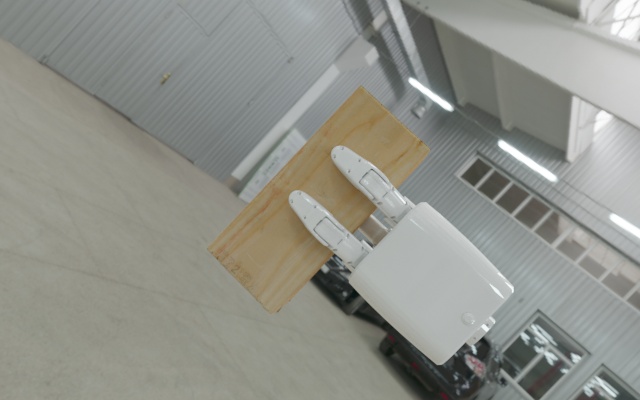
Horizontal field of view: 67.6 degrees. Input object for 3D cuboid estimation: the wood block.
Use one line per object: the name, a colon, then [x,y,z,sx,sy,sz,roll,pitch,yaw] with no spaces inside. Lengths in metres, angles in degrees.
wood block: [0.000,0.002,0.474,0.090,0.206,0.091,44,2,7]
